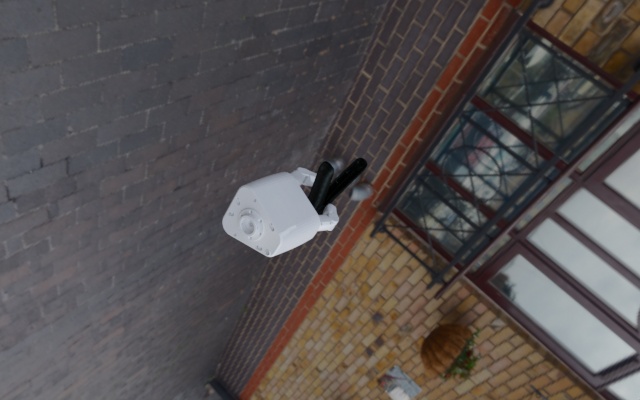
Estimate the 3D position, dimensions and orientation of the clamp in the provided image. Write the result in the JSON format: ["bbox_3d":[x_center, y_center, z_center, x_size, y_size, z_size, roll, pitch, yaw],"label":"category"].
[{"bbox_3d":[0.000,0.004,0.862,0.036,0.210,0.164,44,30,16],"label":"clamp"}]
